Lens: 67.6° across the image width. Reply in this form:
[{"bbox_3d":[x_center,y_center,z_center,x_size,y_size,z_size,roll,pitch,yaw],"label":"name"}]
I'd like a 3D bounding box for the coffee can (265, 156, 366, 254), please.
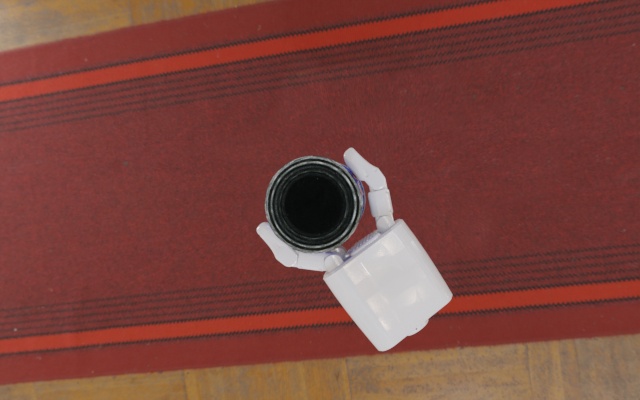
[{"bbox_3d":[0.000,0.002,0.564,0.103,0.103,0.140,0,2,7],"label":"coffee can"}]
